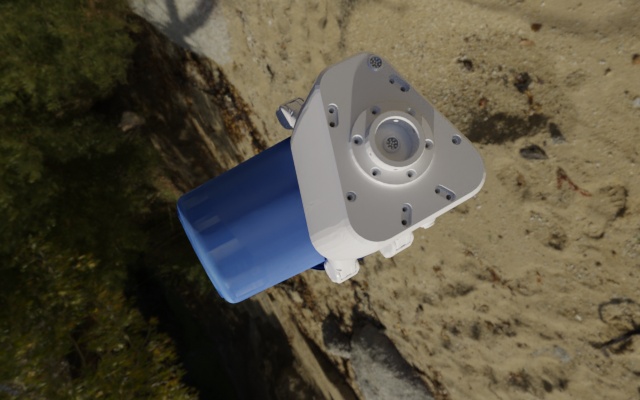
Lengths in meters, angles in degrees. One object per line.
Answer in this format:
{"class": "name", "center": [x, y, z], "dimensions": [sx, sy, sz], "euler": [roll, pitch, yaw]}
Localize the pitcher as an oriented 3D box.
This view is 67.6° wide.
{"class": "pitcher", "center": [0.000, 0.001, 0.458], "dimensions": [0.243, 0.149, 0.145], "euler": [-27, -2, -13]}
